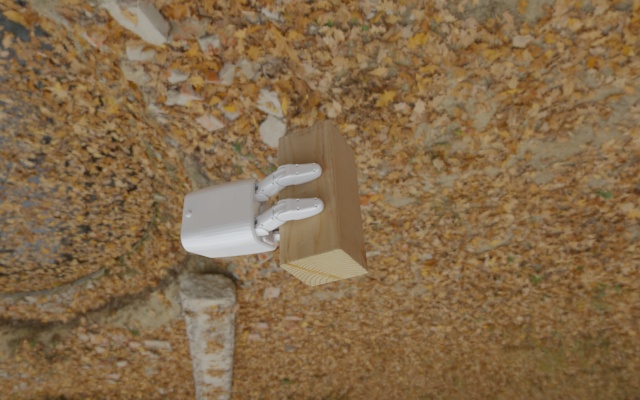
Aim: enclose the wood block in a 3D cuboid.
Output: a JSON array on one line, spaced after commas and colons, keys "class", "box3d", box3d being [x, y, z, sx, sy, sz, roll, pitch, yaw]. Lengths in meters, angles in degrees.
[{"class": "wood block", "box3d": [0.000, 0.003, 0.674, 0.090, 0.206, 0.091, -17, -34, 21]}]
